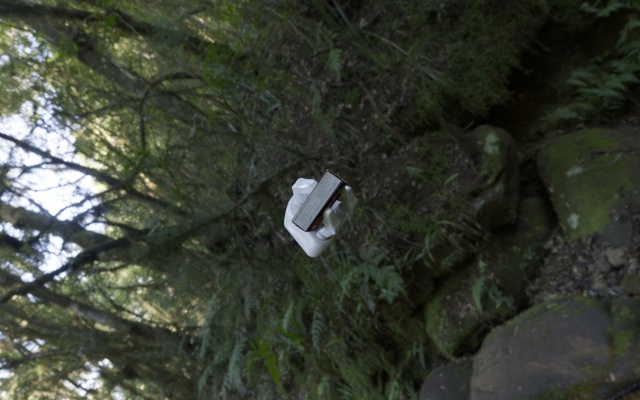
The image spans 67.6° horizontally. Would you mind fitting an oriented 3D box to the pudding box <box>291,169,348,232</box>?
[{"bbox_3d":[0.000,0.003,0.849,0.039,0.113,0.090,34,3,7],"label":"pudding box"}]
